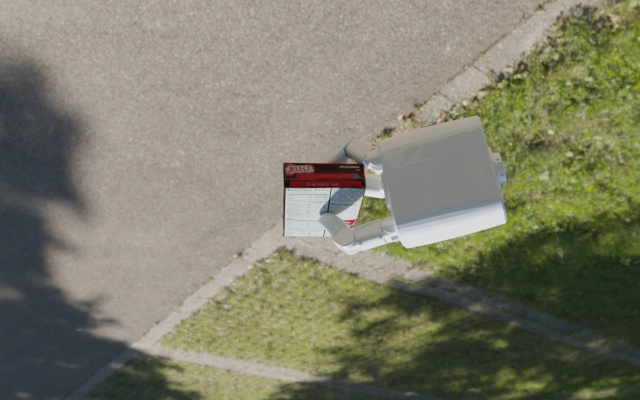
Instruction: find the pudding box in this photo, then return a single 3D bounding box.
[{"bbox_3d":[0.000,0.002,0.553,0.090,0.039,0.114,1,-35,-5],"label":"pudding box"}]
